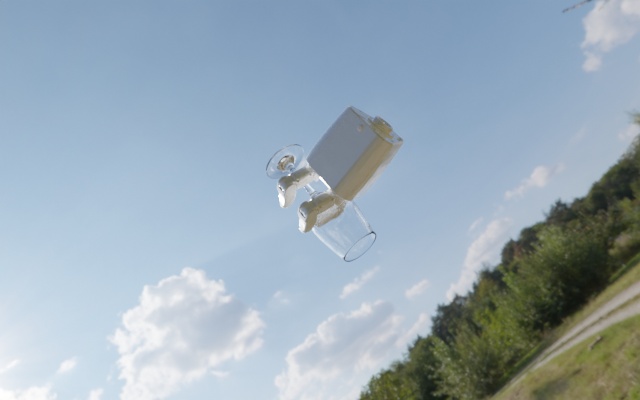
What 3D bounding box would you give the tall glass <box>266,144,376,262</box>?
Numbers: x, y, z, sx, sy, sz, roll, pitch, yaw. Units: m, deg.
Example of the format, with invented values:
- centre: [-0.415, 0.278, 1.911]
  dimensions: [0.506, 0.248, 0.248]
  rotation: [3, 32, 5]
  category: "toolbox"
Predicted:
- centre: [0.000, 0.002, 0.746]
  dimensions: [0.201, 0.079, 0.079]
  rotation: [49, 26, 26]
  category: "tall glass"
